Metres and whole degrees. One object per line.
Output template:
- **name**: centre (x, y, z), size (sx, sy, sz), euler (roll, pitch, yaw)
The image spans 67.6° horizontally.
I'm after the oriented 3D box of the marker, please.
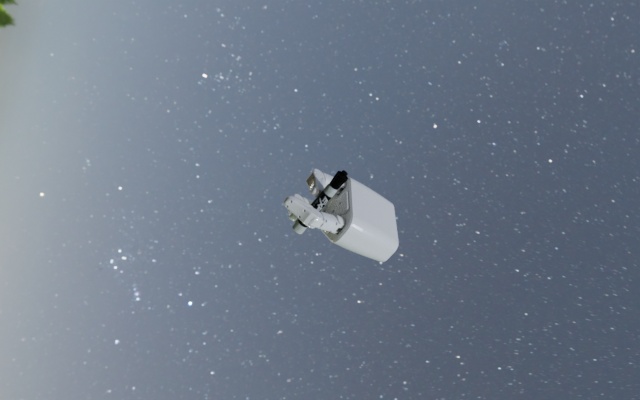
- **marker**: centre (0.000, 0.002, 0.700), size (0.020, 0.121, 0.020), euler (32, 25, -17)
